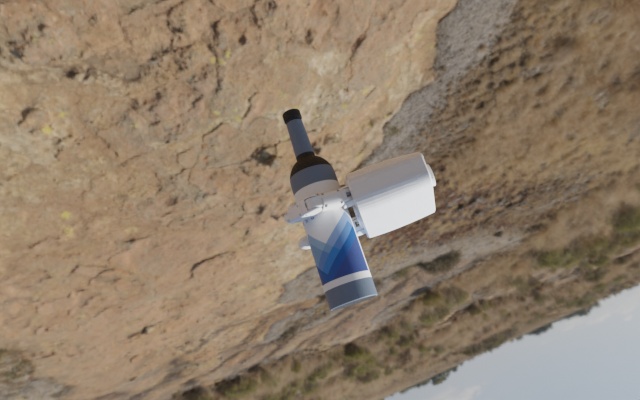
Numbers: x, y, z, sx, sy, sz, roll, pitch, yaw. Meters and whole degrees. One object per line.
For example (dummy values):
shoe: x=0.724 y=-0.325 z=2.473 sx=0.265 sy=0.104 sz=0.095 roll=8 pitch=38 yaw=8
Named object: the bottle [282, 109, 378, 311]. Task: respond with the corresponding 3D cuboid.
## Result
bottle: x=0.000 y=0.002 z=0.675 sx=0.069 sy=0.295 sz=0.069 roll=-17 pitch=-17 yaw=-5
